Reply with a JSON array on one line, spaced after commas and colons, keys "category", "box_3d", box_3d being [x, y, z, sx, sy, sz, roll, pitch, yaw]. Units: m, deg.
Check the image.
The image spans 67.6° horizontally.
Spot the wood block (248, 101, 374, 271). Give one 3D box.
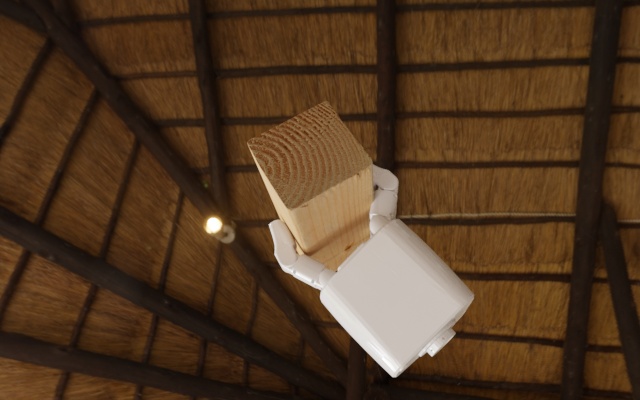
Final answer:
[{"category": "wood block", "box_3d": [0.000, 0.002, 0.529, 0.091, 0.090, 0.206, -29, -27, -8]}]
